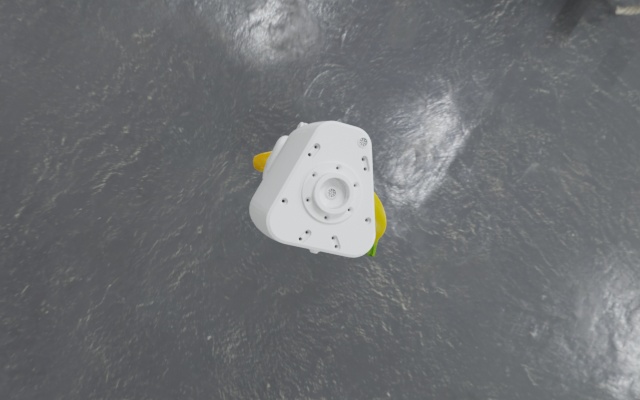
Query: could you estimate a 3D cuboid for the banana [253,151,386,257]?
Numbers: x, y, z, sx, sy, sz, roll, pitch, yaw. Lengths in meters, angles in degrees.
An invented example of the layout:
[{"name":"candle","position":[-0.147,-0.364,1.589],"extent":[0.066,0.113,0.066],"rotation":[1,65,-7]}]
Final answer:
[{"name":"banana","position":[0.014,-0.011,0.578],"extent":[0.198,0.069,0.037],"rotation":[38,-5,-14]}]
